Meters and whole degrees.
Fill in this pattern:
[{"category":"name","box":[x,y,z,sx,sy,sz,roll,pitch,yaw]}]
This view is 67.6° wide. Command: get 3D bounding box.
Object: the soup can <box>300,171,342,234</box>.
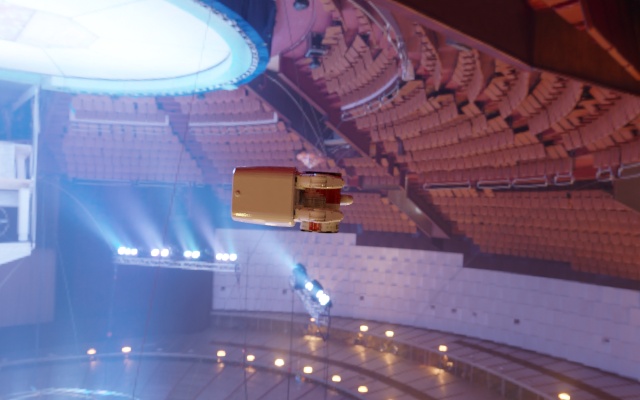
[{"category":"soup can","box":[0.001,0.003,0.814,0.068,0.102,0.068,3,1,0]}]
